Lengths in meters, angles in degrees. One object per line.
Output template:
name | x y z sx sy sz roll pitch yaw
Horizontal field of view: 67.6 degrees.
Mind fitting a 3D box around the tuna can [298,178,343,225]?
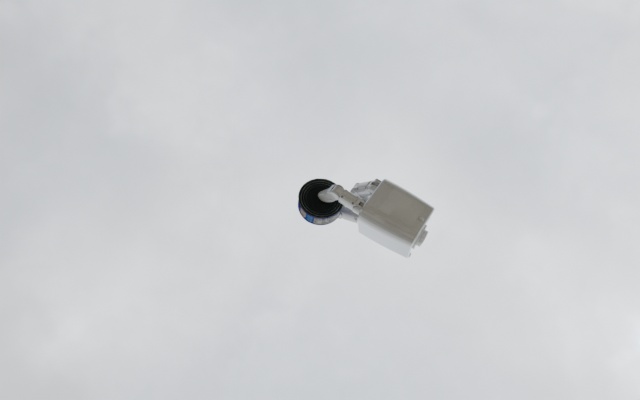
tuna can | 0.000 0.003 0.896 0.086 0.086 0.034 0 -31 -6
